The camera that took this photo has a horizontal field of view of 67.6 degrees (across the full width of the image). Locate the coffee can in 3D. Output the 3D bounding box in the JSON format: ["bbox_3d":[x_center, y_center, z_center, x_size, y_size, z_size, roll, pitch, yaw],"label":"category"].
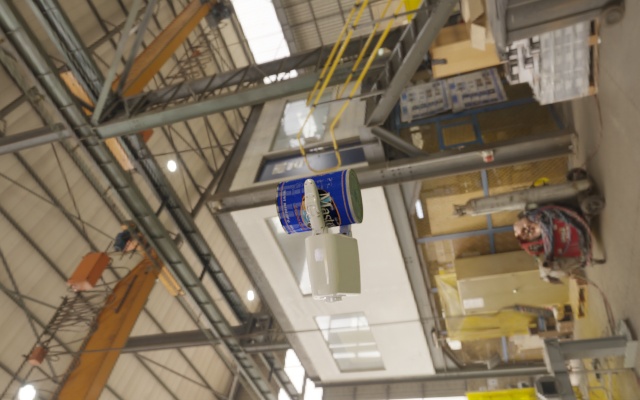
[{"bbox_3d":[0.000,0.003,0.891,0.140,0.103,0.103,-10,-3,15],"label":"coffee can"}]
